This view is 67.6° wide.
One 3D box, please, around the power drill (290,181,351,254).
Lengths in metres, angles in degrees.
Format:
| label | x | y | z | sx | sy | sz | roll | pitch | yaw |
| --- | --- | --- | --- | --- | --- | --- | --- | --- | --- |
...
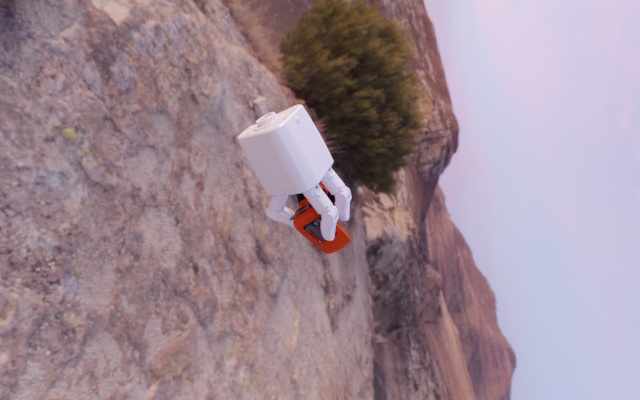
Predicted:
| label | x | y | z | sx | sy | sz | roll | pitch | yaw |
| --- | --- | --- | --- | --- | --- | --- | --- | --- | --- |
| power drill | 0.000 | 0.003 | 0.849 | 0.057 | 0.187 | 0.184 | -35 | -53 | 18 |
